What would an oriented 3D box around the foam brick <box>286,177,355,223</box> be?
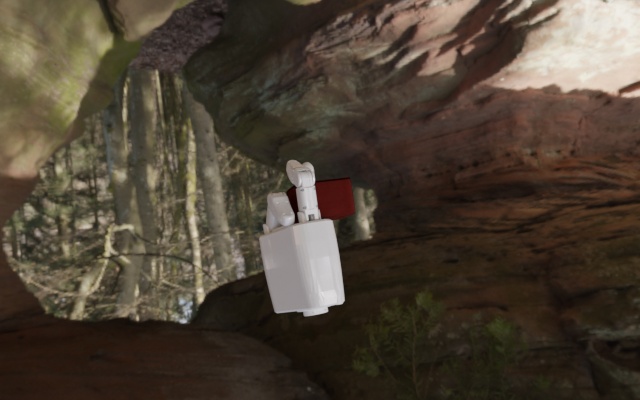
[{"bbox_3d":[0.000,0.002,0.649,0.078,0.051,0.053,-7,-10,-22],"label":"foam brick"}]
